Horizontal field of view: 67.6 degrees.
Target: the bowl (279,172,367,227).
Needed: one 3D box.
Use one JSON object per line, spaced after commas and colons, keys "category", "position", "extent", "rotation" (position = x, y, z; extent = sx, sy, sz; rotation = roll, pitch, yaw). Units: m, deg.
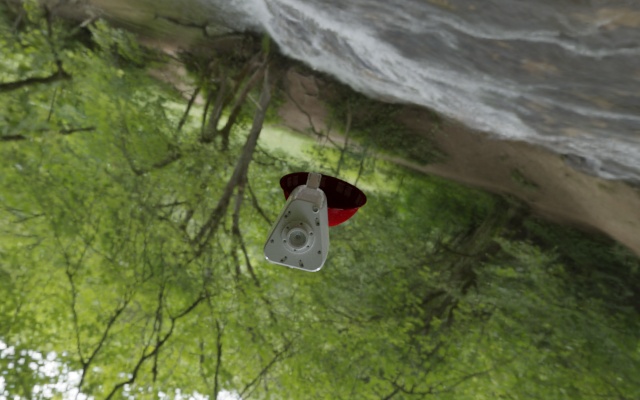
{"category": "bowl", "position": [0.000, 0.003, 0.874], "extent": [0.162, 0.055, 0.162], "rotation": [11, 23, -5]}
